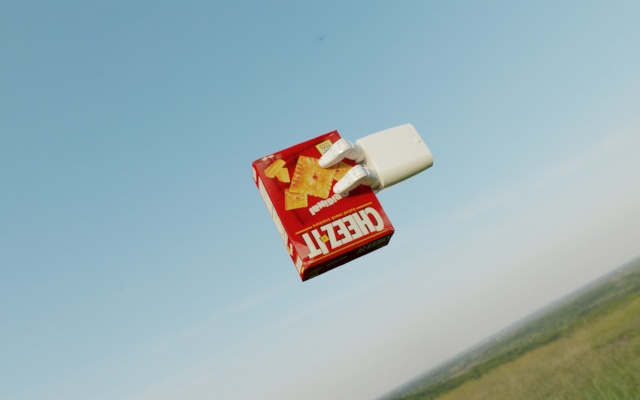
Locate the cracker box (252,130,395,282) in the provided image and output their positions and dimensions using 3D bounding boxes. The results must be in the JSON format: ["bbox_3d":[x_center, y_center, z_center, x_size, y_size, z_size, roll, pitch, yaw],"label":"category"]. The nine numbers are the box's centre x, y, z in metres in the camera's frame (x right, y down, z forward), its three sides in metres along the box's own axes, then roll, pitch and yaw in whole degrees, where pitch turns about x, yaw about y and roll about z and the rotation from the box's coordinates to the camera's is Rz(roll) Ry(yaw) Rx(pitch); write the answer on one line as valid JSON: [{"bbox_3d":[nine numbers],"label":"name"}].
[{"bbox_3d":[0.000,0.003,0.801,0.164,0.213,0.072,-22,-23,-15],"label":"cracker box"}]
